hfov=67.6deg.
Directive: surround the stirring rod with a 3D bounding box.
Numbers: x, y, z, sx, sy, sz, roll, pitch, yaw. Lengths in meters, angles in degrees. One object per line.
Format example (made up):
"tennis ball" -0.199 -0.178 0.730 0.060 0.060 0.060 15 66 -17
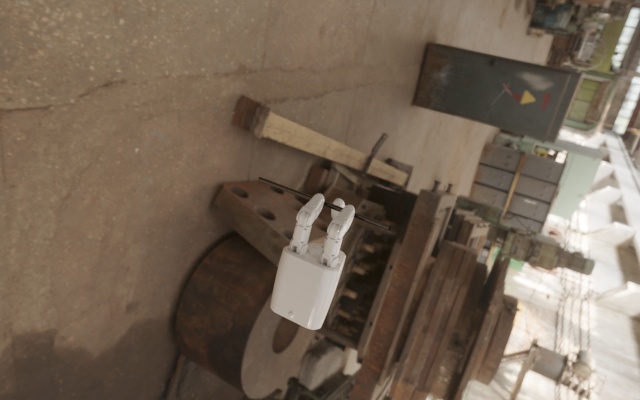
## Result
"stirring rod" 0.000 0.003 0.765 0.239 0.011 0.011 21 8 22
